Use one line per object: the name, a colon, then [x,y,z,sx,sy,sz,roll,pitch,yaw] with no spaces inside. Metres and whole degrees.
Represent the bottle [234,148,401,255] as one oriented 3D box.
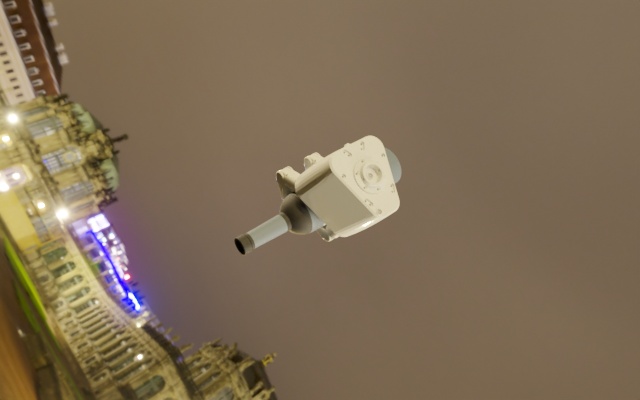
bottle: [0.000,0.002,0.729,0.295,0.069,0.069,-29,15,-30]
